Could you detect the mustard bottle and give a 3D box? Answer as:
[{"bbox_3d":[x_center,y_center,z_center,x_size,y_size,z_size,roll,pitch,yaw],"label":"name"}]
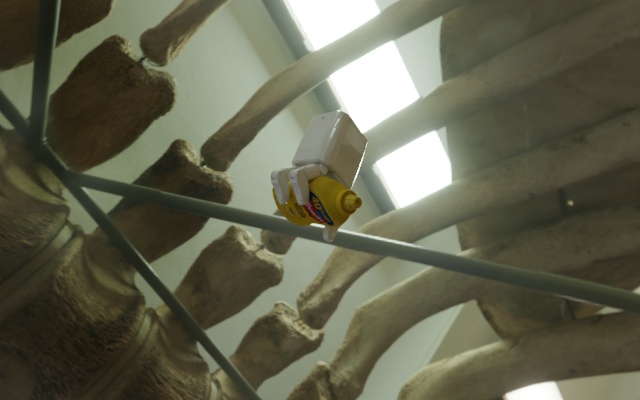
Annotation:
[{"bbox_3d":[0.000,0.003,0.831,0.191,0.096,0.058,0,37,50],"label":"mustard bottle"}]
